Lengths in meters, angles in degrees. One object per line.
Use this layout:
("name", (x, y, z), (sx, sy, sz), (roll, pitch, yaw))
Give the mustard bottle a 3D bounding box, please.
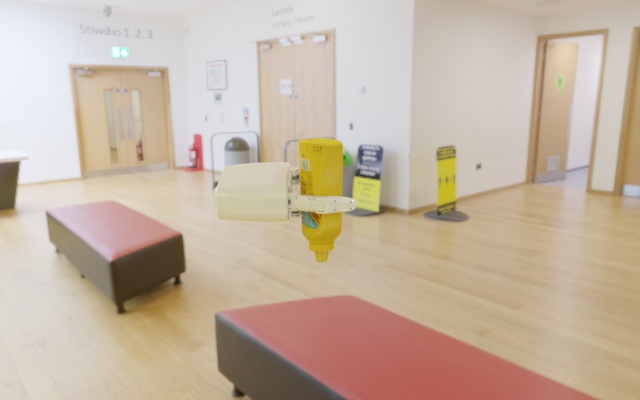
("mustard bottle", (0.000, 0.002, 0.739), (0.058, 0.192, 0.096), (-6, 13, -25))
